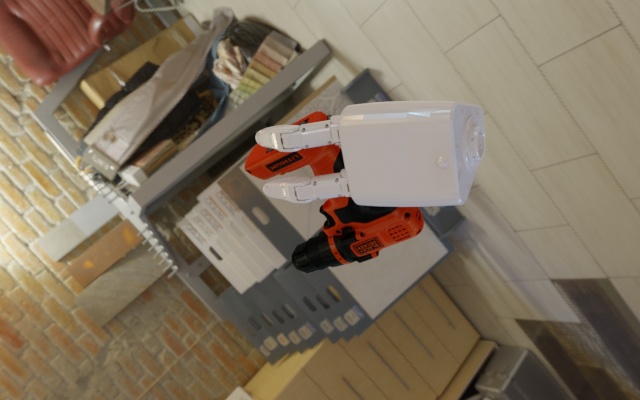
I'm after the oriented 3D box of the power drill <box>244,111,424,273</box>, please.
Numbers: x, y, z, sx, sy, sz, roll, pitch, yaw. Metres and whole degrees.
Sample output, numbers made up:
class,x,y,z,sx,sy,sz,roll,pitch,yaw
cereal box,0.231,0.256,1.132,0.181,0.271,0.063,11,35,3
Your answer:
class,x,y,z,sx,sy,sz,roll,pitch,yaw
power drill,0.000,0.001,0.557,0.184,0.188,0.057,-25,32,28
